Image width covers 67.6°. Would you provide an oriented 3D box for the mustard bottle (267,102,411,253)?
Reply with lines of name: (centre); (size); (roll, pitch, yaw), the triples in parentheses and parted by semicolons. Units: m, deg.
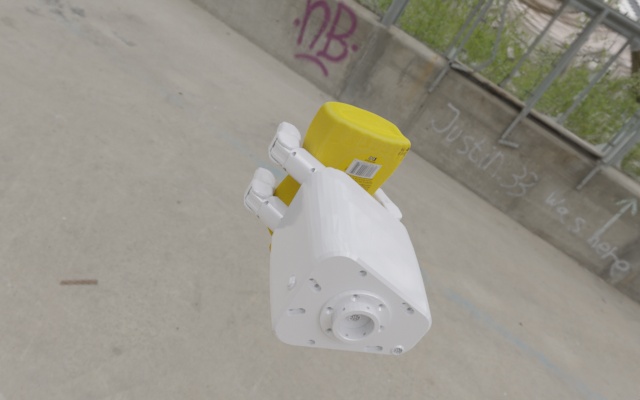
mustard bottle: (0.000, 0.001, 0.470); (0.096, 0.192, 0.058); (9, 35, -38)
